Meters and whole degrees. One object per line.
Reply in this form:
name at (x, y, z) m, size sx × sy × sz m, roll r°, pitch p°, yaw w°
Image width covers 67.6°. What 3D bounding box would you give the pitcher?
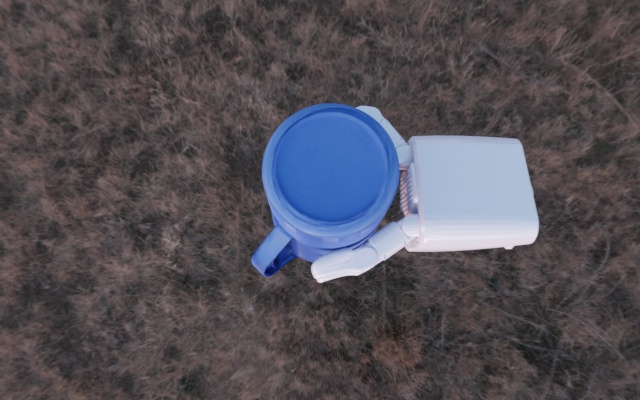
pitcher at (0.000, 0.002, 0.479) m, size 0.145 × 0.149 × 0.243 m, roll 0°, pitch -9°, yaw 0°
